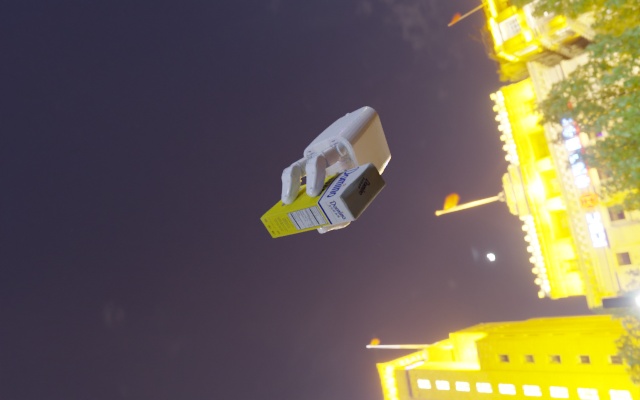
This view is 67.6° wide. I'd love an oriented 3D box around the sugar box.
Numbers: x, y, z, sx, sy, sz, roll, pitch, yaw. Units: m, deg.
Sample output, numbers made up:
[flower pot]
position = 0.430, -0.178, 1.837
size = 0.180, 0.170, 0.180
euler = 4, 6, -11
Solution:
[sugar box]
position = 0.000, 0.002, 0.695
size = 0.176, 0.048, 0.093
euler = -20, 19, 46
